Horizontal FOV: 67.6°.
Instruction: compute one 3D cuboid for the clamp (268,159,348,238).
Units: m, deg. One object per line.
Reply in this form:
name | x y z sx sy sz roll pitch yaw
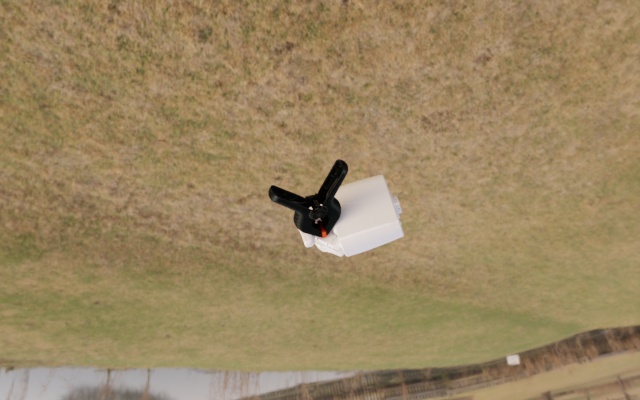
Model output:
clamp | 0.000 0.003 0.739 0.120 0.039 0.171 -21 -30 5
